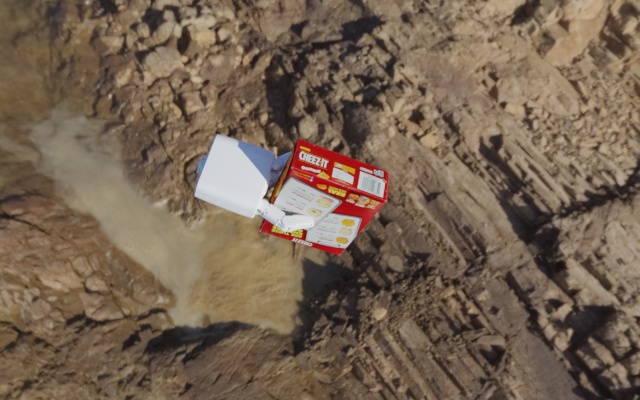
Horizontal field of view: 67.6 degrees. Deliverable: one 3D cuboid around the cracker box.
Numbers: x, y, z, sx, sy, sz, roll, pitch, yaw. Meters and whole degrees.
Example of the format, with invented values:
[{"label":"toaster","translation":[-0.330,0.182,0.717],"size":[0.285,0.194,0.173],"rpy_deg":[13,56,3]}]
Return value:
[{"label":"cracker box","translation":[0.000,0.003,0.836],"size":[0.164,0.072,0.214],"rpy_deg":[19,-35,-11]}]
